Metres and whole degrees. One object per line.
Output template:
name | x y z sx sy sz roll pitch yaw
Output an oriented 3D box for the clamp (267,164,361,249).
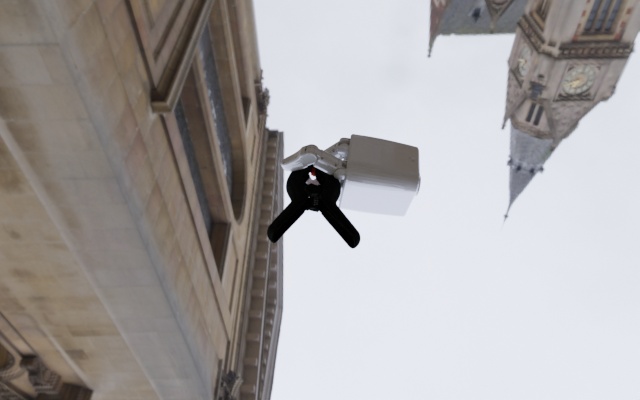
clamp | 0.000 0.002 0.666 0.120 0.171 0.039 15 -45 -4
